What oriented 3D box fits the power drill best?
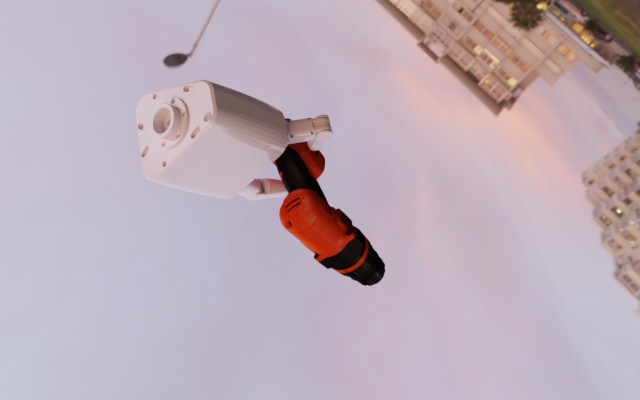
[{"bbox_3d":[0.000,0.001,0.560,0.057,0.187,0.184,-35,-43,8],"label":"power drill"}]
